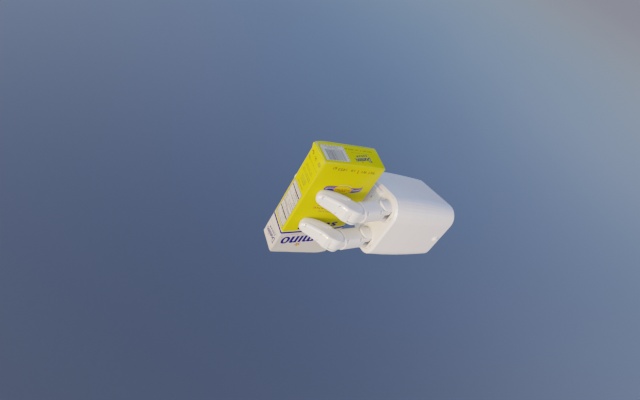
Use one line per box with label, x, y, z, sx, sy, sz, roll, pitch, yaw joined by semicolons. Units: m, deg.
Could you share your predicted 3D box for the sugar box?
sugar box;0.000;0.002;0.634;0.093;0.048;0.176;4;-46;-30
